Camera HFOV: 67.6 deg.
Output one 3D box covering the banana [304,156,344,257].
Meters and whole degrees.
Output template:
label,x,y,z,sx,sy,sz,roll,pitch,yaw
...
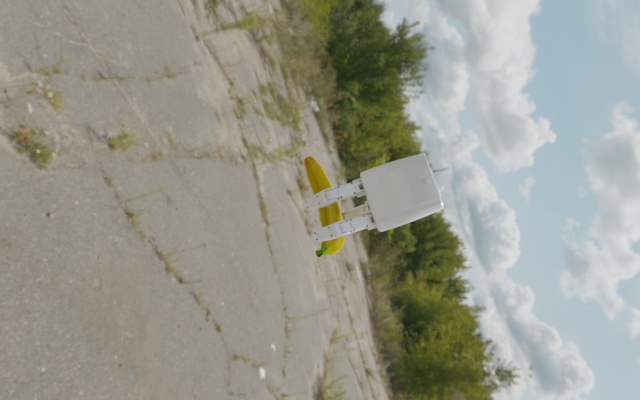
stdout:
label,x,y,z,sx,sy,sz,roll,pitch,yaw
banana,0.009,0.014,0.802,0.037,0.197,0.070,-22,-36,17
